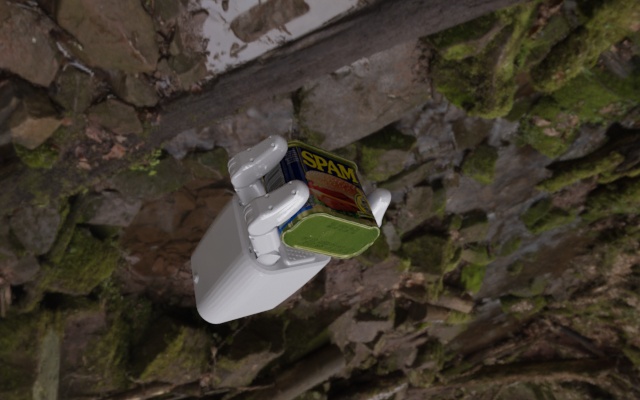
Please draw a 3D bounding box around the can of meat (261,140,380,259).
[{"bbox_3d":[0.000,0.002,0.443,0.102,0.084,0.057,17,-49,-40],"label":"can of meat"}]
